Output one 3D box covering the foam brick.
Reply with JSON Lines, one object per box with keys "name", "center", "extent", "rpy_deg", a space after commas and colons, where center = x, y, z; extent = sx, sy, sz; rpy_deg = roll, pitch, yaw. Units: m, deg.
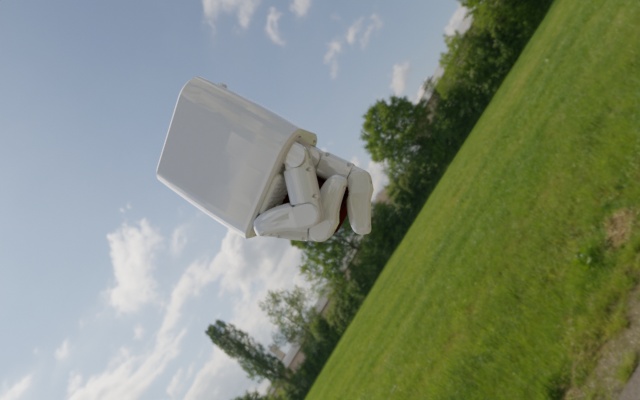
{"name": "foam brick", "center": [0.000, 0.002, 0.474], "extent": [0.051, 0.053, 0.078], "rpy_deg": [29, 9, 9]}
